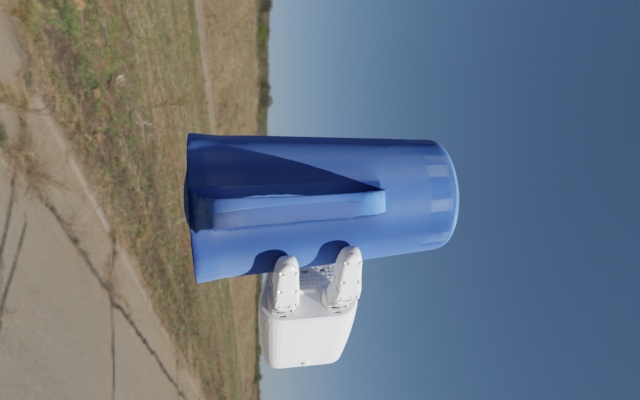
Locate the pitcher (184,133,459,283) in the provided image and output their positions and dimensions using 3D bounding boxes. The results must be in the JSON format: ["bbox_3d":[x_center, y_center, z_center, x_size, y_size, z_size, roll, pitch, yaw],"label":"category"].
[{"bbox_3d":[0.000,0.002,0.439,0.243,0.149,0.145,-4,-44,-11],"label":"pitcher"}]
